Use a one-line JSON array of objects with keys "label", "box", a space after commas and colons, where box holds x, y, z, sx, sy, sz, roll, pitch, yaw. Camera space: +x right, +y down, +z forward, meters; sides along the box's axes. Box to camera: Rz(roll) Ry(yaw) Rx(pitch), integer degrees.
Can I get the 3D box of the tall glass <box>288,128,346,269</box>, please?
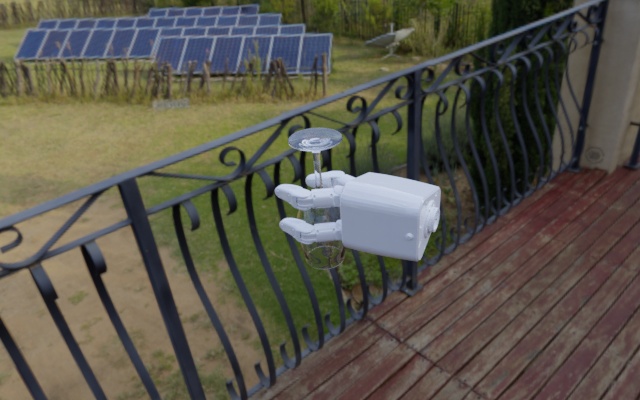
[{"label": "tall glass", "box": [0.000, 0.002, 0.690, 0.079, 0.201, 0.079, -3, 31, 2]}]
